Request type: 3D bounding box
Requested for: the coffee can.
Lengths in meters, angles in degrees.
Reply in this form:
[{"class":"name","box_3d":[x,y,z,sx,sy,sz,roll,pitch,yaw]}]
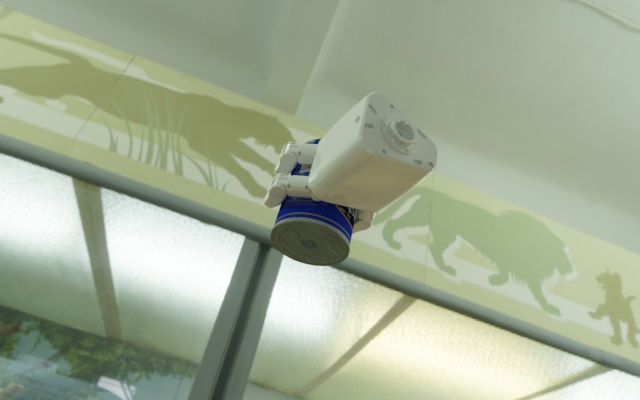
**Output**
[{"class":"coffee can","box_3d":[0.000,0.002,0.642,0.103,0.140,0.103,9,-36,7]}]
